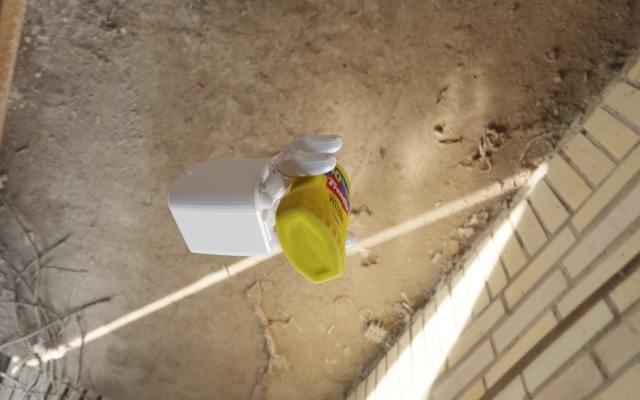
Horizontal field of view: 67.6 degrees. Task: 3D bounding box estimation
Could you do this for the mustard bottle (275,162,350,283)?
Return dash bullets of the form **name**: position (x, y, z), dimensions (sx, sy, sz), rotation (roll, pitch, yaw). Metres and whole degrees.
- **mustard bottle**: position (0.000, 0.002, 0.554), dimensions (0.058, 0.096, 0.191), rotation (-22, 23, 19)
